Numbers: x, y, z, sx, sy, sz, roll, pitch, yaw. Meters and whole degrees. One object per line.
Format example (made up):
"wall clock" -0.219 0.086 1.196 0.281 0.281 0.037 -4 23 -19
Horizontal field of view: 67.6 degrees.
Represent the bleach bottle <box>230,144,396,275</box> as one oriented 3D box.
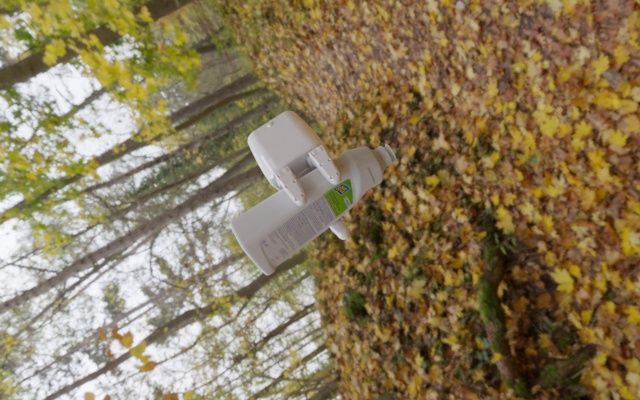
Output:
"bleach bottle" 0.000 0.002 0.692 0.251 0.068 0.103 -33 -39 -3
